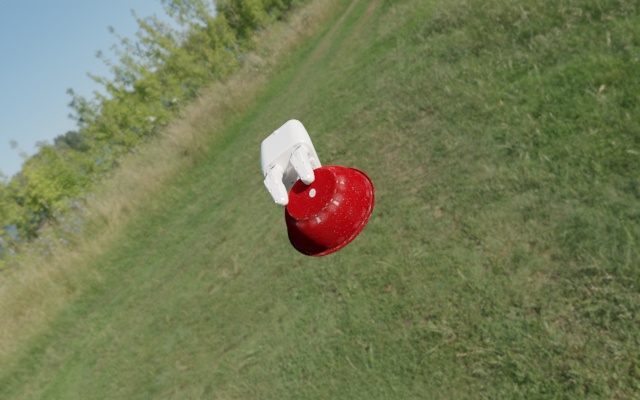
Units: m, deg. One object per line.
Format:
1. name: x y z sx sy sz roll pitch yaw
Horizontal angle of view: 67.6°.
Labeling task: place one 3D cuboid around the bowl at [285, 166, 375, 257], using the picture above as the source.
1. bowl: 0.001 0.003 0.730 0.162 0.162 0.055 0 -31 39
